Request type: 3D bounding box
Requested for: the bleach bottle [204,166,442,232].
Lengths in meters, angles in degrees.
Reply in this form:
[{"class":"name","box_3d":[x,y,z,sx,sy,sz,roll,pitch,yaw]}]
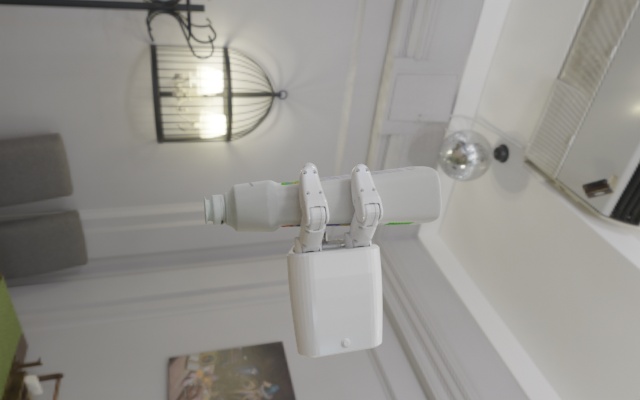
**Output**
[{"class":"bleach bottle","box_3d":[0.000,0.002,0.529,0.251,0.068,0.102,-4,0,-16]}]
